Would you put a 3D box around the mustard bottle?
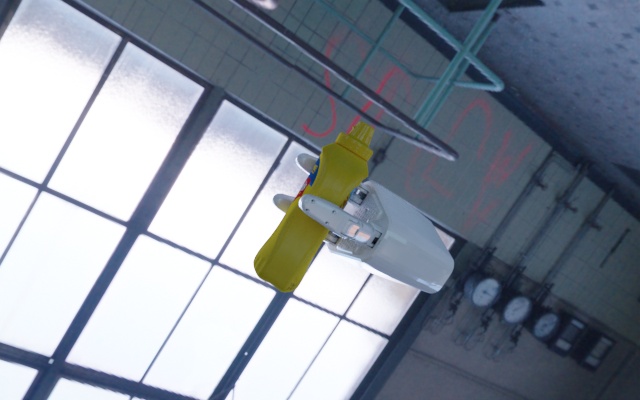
[{"bbox_3d":[0.000,0.002,0.513,0.058,0.191,0.096,32,6,-1],"label":"mustard bottle"}]
